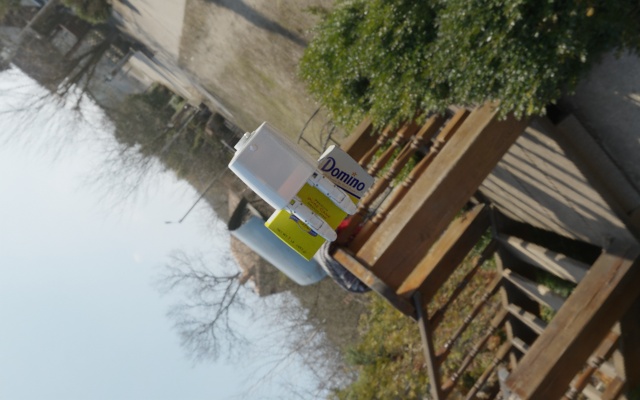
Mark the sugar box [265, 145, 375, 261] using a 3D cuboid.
[{"bbox_3d":[0.000,0.003,0.791,0.093,0.176,0.048,40,-4,-13],"label":"sugar box"}]
